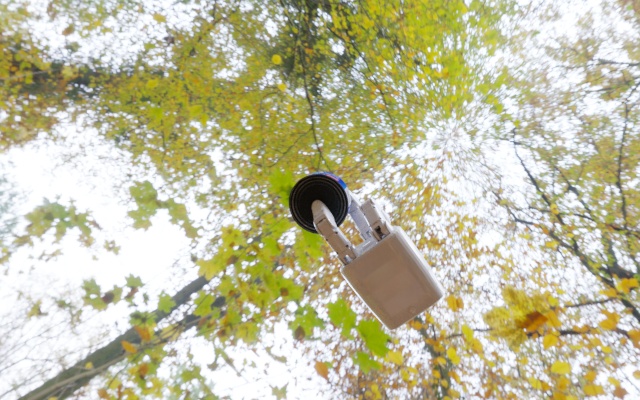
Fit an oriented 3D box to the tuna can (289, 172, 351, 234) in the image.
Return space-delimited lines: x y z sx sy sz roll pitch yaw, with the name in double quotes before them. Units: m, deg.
"tuna can" 0.000 0.002 0.680 0.086 0.086 0.033 0 12 12
